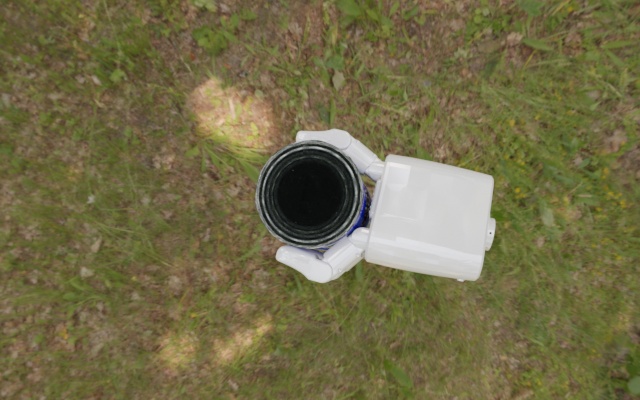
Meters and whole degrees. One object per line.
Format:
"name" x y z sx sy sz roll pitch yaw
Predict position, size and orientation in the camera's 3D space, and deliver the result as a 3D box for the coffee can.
"coffee can" 0.000 0.002 0.510 0.103 0.103 0.140 0 -6 9
